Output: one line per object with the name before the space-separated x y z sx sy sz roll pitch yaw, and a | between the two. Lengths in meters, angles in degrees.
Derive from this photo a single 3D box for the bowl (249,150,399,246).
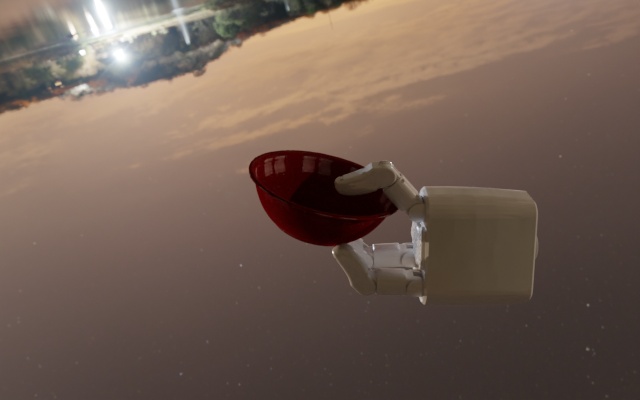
bowl | -0.001 0.002 0.505 0.162 0.055 0.162 12 24 -6
